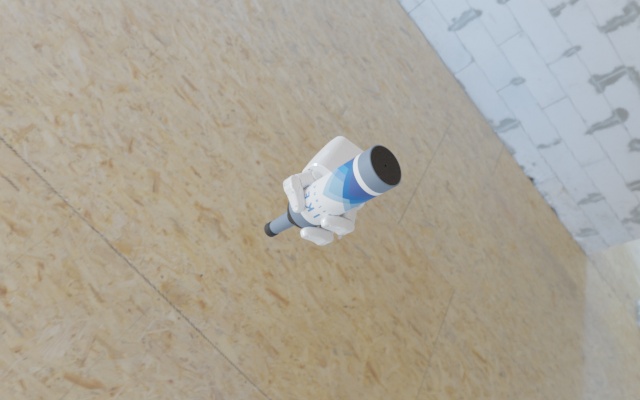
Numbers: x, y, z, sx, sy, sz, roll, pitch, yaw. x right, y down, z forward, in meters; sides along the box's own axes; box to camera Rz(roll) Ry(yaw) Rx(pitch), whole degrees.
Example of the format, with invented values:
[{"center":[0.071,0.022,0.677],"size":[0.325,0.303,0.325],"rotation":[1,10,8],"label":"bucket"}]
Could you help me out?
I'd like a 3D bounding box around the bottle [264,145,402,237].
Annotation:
[{"center":[0.000,0.003,0.780],"size":[0.069,0.069,0.296],"rotation":[0,-21,-43],"label":"bottle"}]
